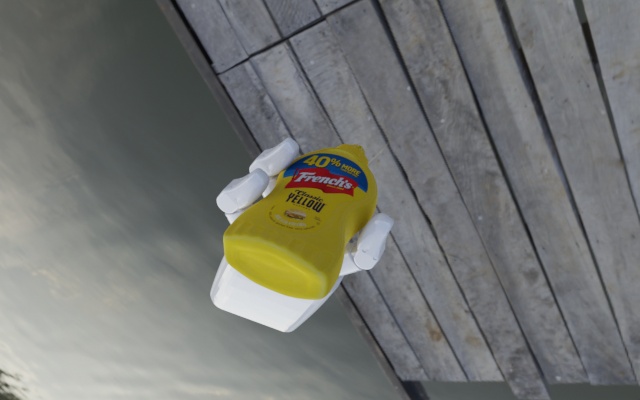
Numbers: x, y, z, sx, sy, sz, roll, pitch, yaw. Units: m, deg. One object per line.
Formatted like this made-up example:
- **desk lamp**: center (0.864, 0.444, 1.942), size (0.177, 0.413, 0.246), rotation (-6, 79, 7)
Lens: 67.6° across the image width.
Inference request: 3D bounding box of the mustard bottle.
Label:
- **mustard bottle**: center (0.000, 0.001, 0.443), size (0.096, 0.058, 0.191), rotation (17, 41, 18)
